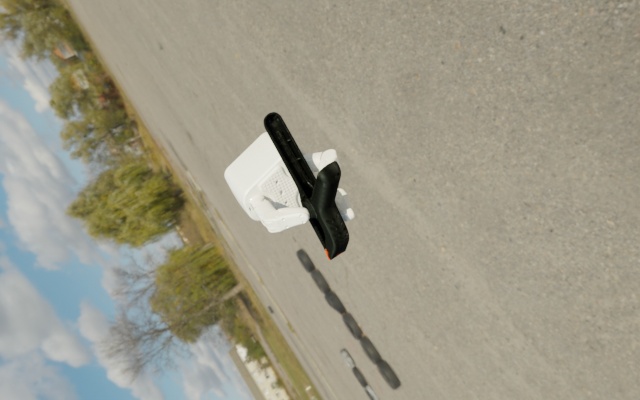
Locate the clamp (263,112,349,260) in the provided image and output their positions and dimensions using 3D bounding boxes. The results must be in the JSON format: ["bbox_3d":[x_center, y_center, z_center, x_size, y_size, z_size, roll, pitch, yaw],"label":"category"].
[{"bbox_3d":[-0.001,0.003,0.596,0.036,0.210,0.164,-29,34,-13],"label":"clamp"}]
